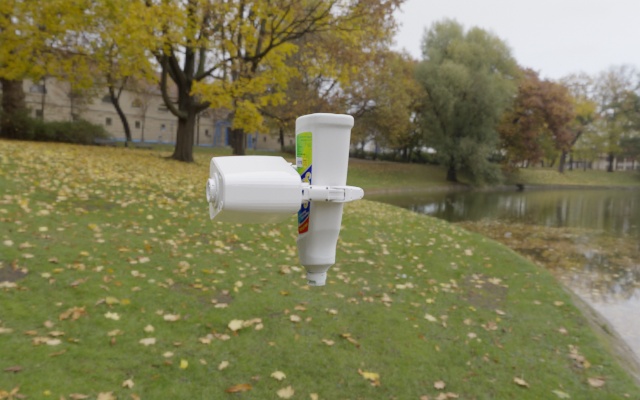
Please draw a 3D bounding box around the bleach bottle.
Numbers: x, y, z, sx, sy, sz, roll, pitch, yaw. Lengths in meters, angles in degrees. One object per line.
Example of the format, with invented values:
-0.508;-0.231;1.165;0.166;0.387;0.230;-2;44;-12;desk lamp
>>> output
0.000;0.002;0.709;0.068;0.251;0.102;0;5;-23;bleach bottle
